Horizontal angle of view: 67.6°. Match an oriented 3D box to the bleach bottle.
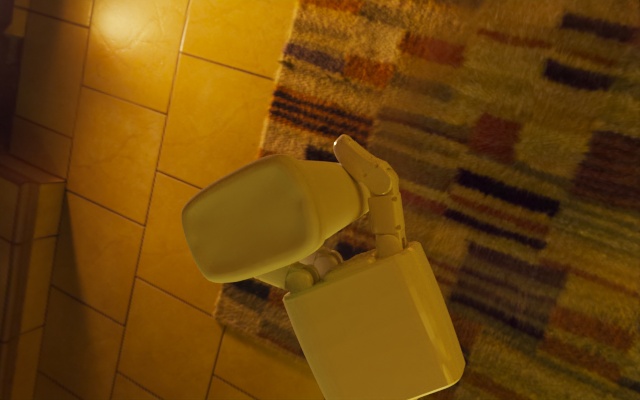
[{"bbox_3d":[0.000,0.001,0.409,0.102,0.068,0.251,-23,-3,24],"label":"bleach bottle"}]
